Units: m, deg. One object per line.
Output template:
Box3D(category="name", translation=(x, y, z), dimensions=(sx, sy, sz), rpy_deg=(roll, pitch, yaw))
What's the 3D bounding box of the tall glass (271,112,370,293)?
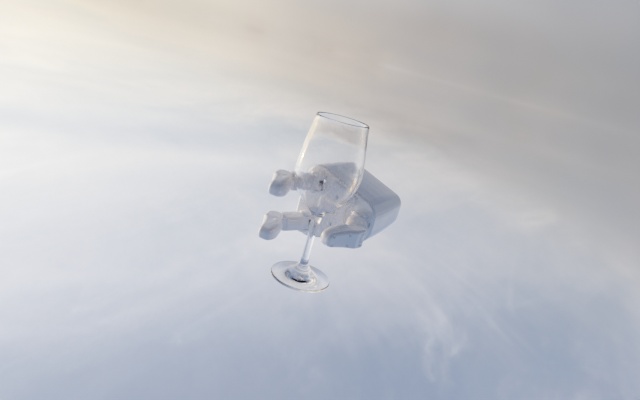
Box3D(category="tall glass", translation=(0.000, 0.003, 0.559), dimensions=(0.079, 0.201, 0.079), rpy_deg=(14, 17, -4))
